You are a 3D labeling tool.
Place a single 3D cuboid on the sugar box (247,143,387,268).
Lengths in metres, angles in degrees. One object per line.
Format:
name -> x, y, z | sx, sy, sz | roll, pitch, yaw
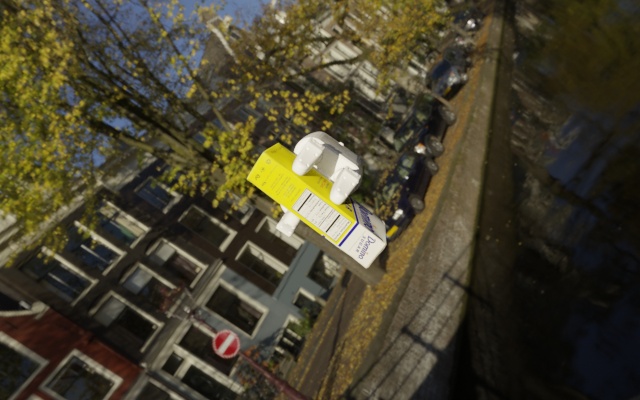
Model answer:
sugar box -> 0.000, 0.001, 0.585 | 0.176, 0.048, 0.093 | 34, 15, -3
